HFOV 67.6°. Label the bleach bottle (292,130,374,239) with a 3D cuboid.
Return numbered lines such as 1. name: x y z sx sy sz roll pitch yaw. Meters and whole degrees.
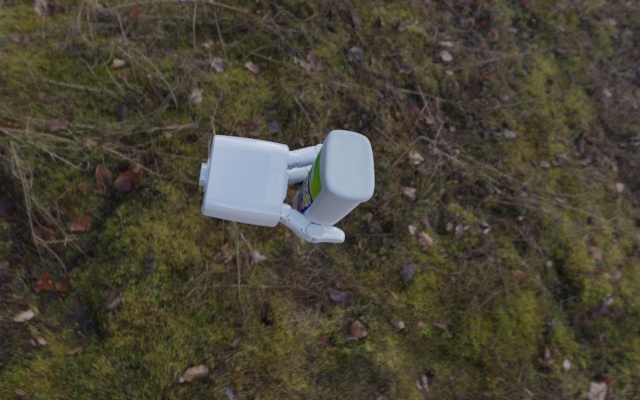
1. bleach bottle: 0.000 0.002 0.705 0.068 0.102 0.251 9 -27 -15
